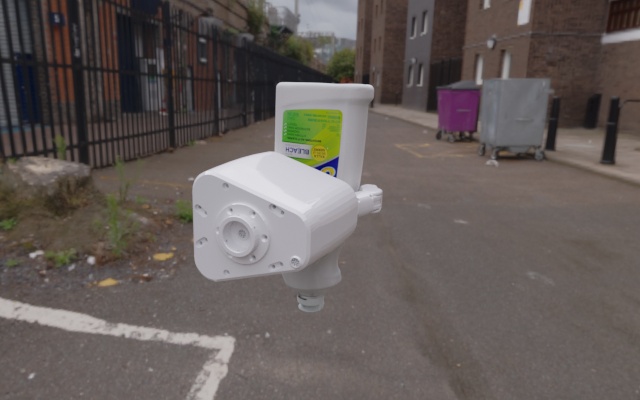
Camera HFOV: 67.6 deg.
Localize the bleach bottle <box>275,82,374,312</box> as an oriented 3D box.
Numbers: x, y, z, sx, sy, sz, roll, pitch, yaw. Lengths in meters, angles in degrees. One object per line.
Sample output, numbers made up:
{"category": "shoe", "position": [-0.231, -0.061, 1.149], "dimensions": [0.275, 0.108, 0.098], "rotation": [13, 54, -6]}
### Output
{"category": "bleach bottle", "position": [0.000, 0.002, 0.520], "dimensions": [0.102, 0.251, 0.068], "rotation": [7, 14, 21]}
